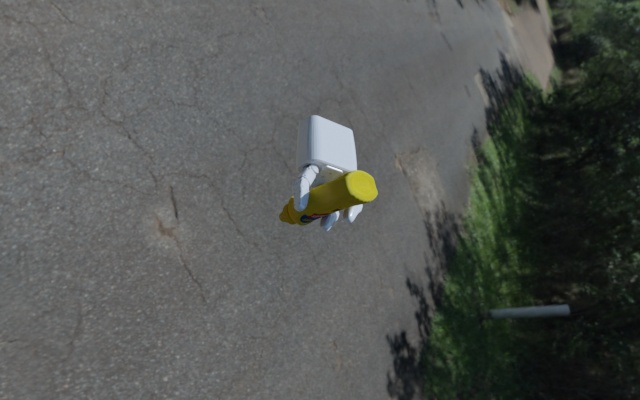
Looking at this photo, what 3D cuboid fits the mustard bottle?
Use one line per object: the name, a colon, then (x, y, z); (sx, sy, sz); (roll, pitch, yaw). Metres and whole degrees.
mustard bottle: (0.000, 0.003, 0.860); (0.192, 0.058, 0.096); (-21, -9, 33)
